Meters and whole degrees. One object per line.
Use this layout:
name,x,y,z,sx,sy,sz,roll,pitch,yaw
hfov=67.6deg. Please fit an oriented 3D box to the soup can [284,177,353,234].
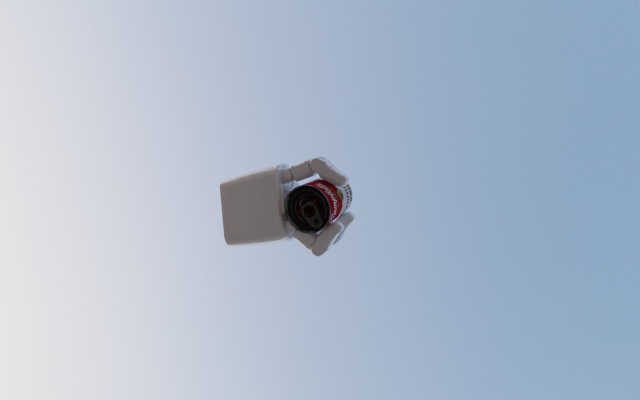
soup can,0.001,0.002,0.690,0.068,0.068,0.102,0,12,22
